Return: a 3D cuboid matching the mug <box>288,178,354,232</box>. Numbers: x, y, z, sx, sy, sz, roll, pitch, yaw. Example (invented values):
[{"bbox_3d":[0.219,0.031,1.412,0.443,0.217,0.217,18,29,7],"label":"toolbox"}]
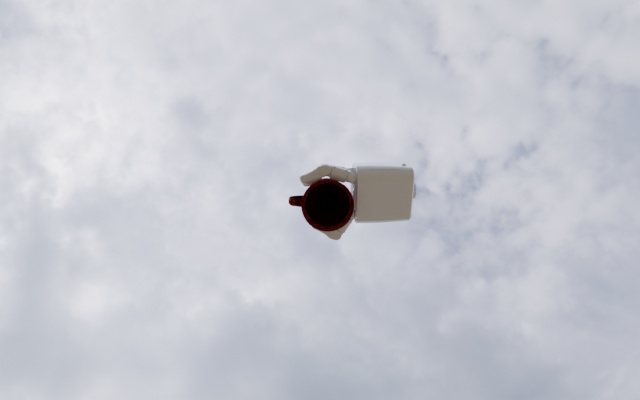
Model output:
[{"bbox_3d":[-0.001,0.003,0.873,0.117,0.093,0.081,0,9,-1],"label":"mug"}]
